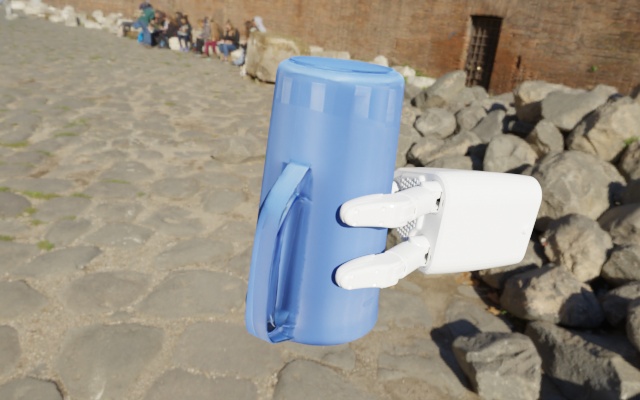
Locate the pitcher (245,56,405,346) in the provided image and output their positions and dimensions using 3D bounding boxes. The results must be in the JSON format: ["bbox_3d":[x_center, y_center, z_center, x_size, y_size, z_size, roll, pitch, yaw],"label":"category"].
[{"bbox_3d":[0.000,0.001,0.431,0.145,0.243,0.149,0,22,-17],"label":"pitcher"}]
